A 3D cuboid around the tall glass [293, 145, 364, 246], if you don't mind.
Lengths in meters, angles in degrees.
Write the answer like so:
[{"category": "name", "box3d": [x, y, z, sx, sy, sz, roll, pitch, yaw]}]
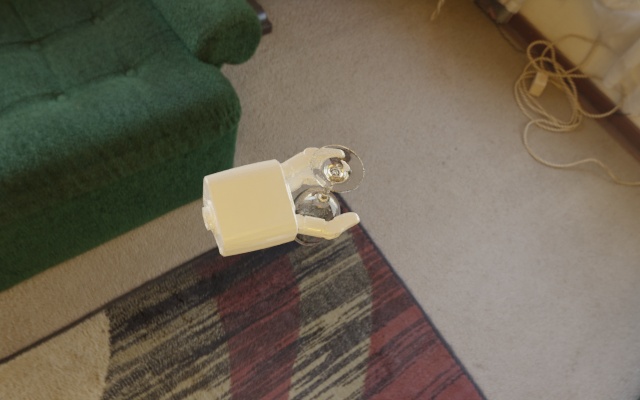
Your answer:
[{"category": "tall glass", "box3d": [0.000, 0.002, 0.722, 0.079, 0.079, 0.201, 0, -28, -15]}]
